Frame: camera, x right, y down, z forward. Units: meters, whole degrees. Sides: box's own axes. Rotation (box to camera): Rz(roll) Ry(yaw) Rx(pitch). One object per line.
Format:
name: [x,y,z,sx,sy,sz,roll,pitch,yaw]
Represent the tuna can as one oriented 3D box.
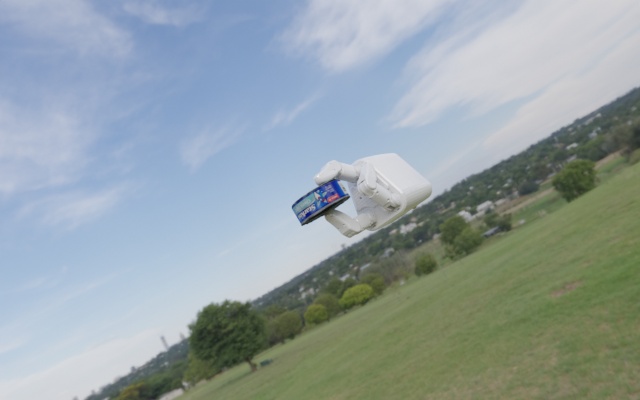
tuna can: [0.000,0.002,0.713,0.086,0.033,0.086,-31,-7,-4]
